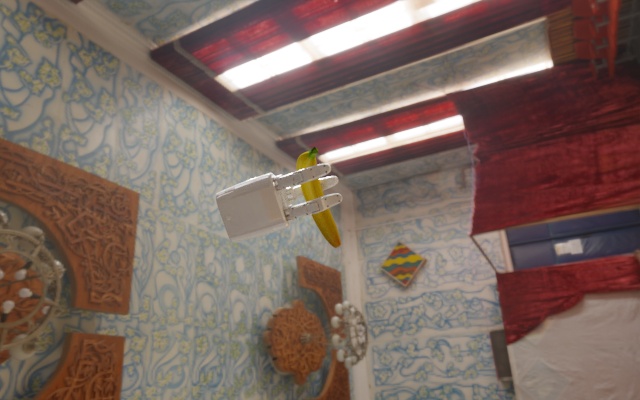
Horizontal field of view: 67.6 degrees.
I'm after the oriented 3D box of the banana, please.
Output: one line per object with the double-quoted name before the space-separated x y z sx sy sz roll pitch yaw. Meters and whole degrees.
"banana" -0.007 -0.006 0.852 0.037 0.198 0.069 -22 26 -12
